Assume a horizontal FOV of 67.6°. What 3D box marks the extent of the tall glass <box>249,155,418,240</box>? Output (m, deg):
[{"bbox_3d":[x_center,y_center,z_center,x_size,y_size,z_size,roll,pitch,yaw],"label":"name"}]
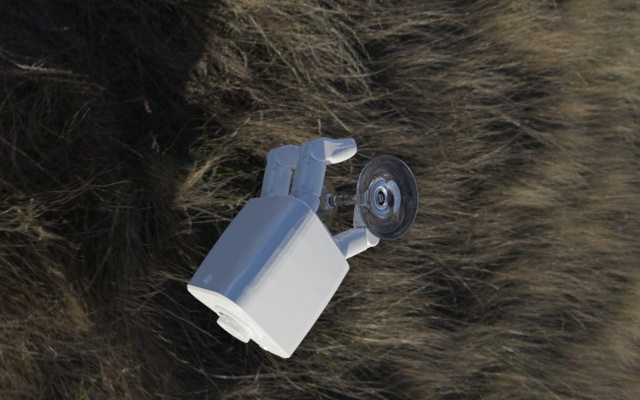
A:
[{"bbox_3d":[0.001,0.002,0.493,0.079,0.079,0.201,0,-2,-37],"label":"tall glass"}]
